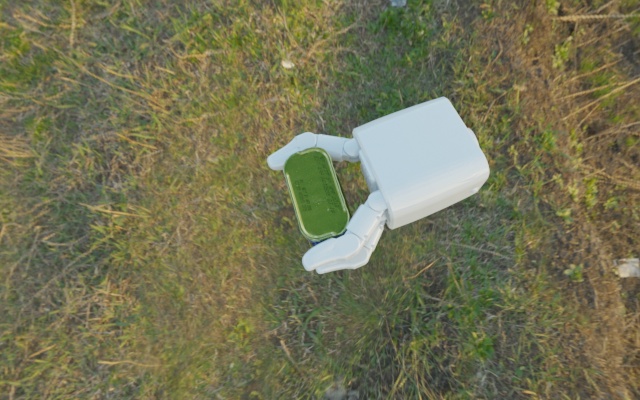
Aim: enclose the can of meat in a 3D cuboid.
[{"bbox_3d":[0.000,0.002,0.515,0.057,0.102,0.084,-18,-15,2],"label":"can of meat"}]
